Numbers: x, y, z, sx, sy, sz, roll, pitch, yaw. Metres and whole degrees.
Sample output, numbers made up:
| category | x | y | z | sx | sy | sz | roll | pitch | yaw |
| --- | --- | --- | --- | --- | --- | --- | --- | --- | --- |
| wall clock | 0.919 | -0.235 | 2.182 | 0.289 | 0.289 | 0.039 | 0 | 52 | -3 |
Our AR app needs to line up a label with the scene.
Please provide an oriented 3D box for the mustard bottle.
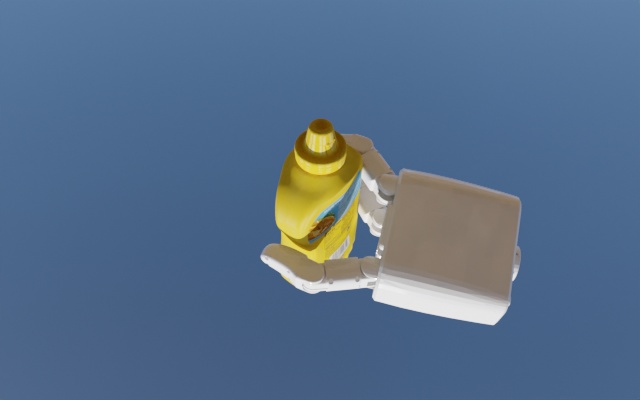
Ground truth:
| category | x | y | z | sx | sy | sz | roll | pitch | yaw |
| --- | --- | --- | --- | --- | --- | --- | --- | --- | --- |
| mustard bottle | 0.000 | 0.001 | 0.430 | 0.058 | 0.096 | 0.192 | 33 | -30 | 21 |
